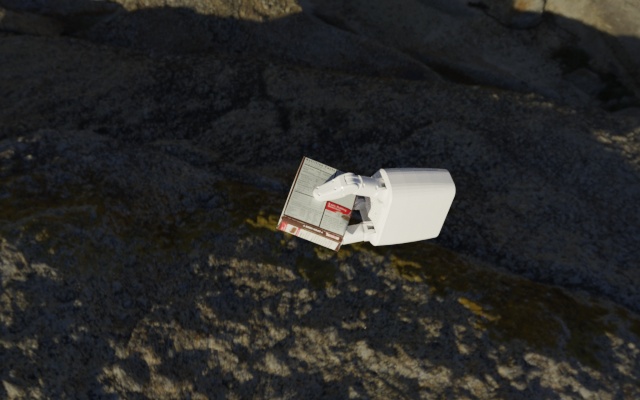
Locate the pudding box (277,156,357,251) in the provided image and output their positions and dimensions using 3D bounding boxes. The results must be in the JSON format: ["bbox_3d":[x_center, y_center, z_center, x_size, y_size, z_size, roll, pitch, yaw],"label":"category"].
[{"bbox_3d":[0.000,0.002,0.659,0.090,0.113,0.039,20,-38,-3],"label":"pudding box"}]
